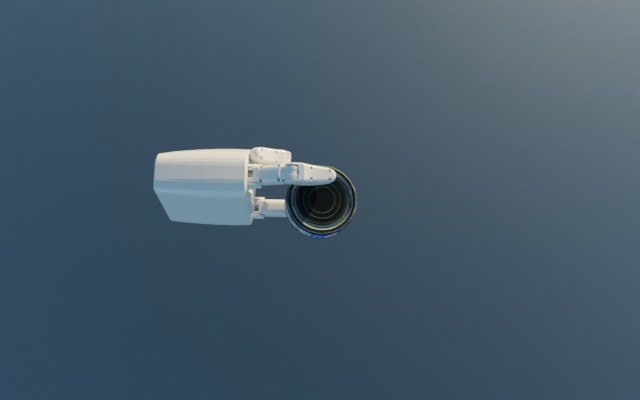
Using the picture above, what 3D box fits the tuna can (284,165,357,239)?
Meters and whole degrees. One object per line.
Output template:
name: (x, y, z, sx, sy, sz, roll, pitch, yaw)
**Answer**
tuna can: (0.000, 0.002, 0.573, 0.086, 0.086, 0.034, 0, -12, -7)
